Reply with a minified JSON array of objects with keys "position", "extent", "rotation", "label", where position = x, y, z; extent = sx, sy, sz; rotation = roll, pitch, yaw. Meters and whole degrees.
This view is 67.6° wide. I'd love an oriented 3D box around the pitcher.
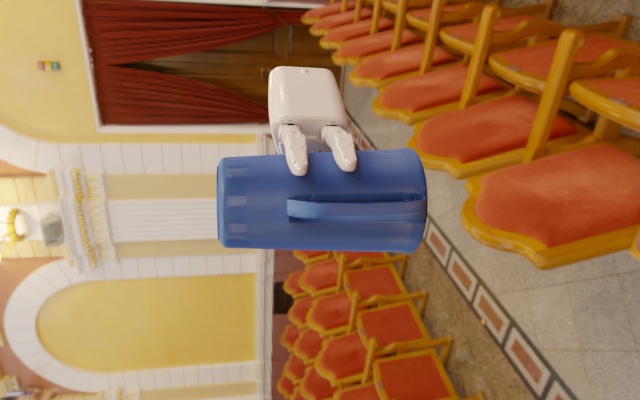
[{"position":[0.000,0.002,0.574],"extent":[0.243,0.145,0.149],"rotation":[-1,-37,-10],"label":"pitcher"}]
